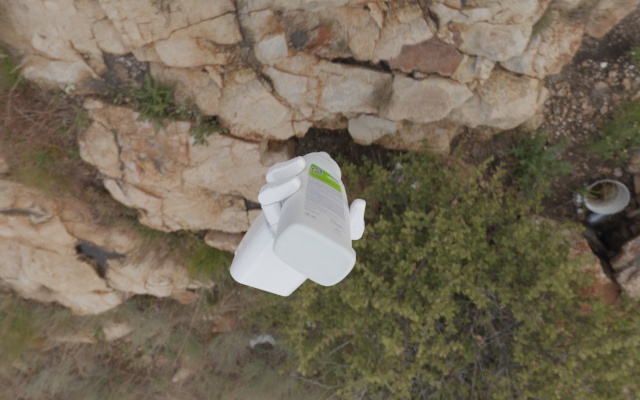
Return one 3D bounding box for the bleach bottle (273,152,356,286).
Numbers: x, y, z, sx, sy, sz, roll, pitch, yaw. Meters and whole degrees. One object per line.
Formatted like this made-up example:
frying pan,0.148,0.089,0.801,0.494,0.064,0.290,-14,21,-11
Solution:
bleach bottle,0.000,0.002,0.676,0.102,0.068,0.250,33,29,-14
